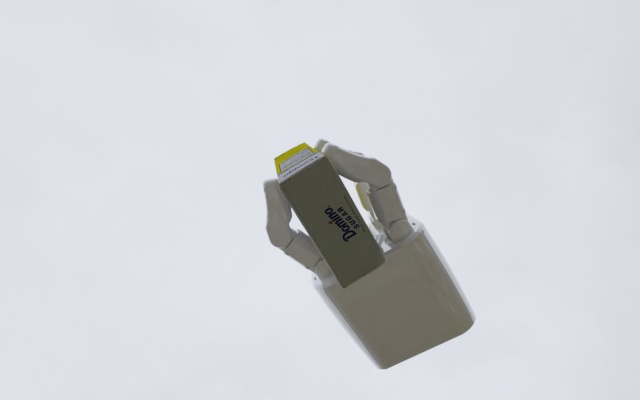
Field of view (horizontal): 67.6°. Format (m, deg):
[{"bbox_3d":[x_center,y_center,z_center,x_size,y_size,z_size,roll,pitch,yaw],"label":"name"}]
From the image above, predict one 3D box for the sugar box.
[{"bbox_3d":[0.001,0.001,0.418,0.048,0.093,0.176,-32,13,-3],"label":"sugar box"}]
